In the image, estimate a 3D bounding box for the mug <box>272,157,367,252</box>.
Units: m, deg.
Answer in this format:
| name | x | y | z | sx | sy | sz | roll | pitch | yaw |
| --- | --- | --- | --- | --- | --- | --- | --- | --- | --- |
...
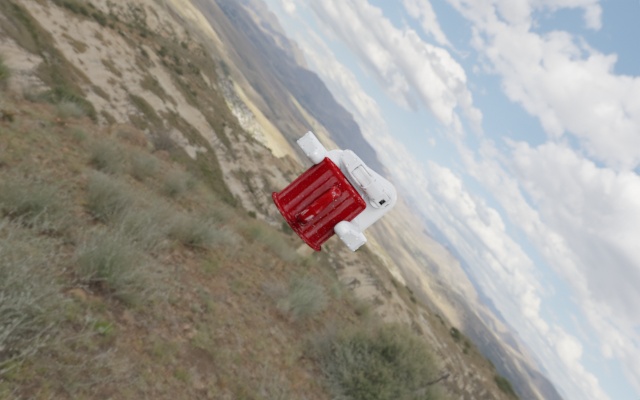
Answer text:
| name | x | y | z | sx | sy | sz | roll | pitch | yaw |
| --- | --- | --- | --- | --- | --- | --- | --- | --- | --- |
| mug | 0.000 | 0.002 | 0.567 | 0.081 | 0.093 | 0.117 | -39 | -1 | 7 |
